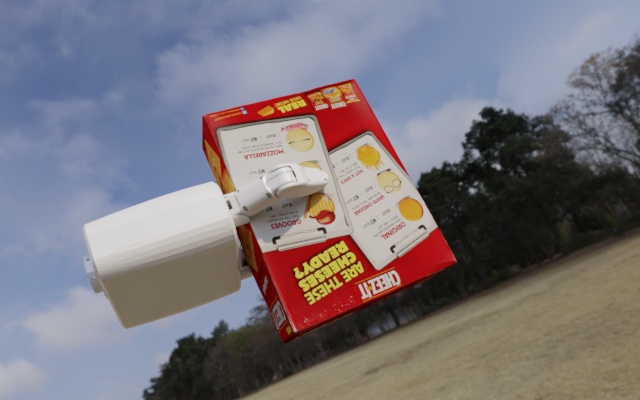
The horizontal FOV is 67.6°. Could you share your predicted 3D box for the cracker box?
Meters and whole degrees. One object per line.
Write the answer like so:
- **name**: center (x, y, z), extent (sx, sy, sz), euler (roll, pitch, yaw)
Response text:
- **cracker box**: center (0.000, 0.001, 0.456), extent (0.164, 0.213, 0.072), euler (-19, -19, -21)
